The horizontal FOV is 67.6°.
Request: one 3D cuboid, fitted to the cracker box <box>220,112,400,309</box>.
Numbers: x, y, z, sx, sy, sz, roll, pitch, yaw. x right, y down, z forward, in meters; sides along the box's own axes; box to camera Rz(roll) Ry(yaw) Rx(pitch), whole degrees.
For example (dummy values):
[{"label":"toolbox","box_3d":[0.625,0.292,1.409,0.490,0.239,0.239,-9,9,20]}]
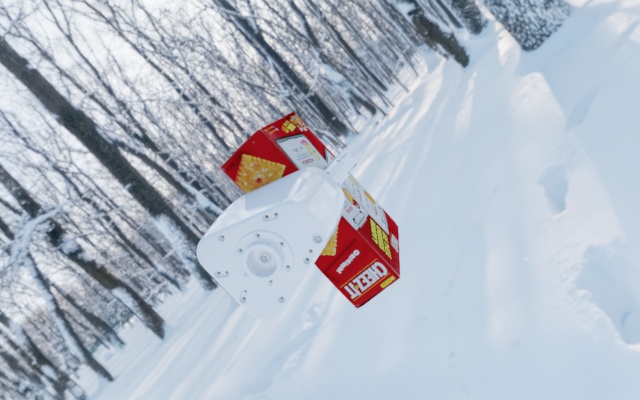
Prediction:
[{"label":"cracker box","box_3d":[0.000,0.002,0.571,0.072,0.214,0.164,-41,7,18]}]
